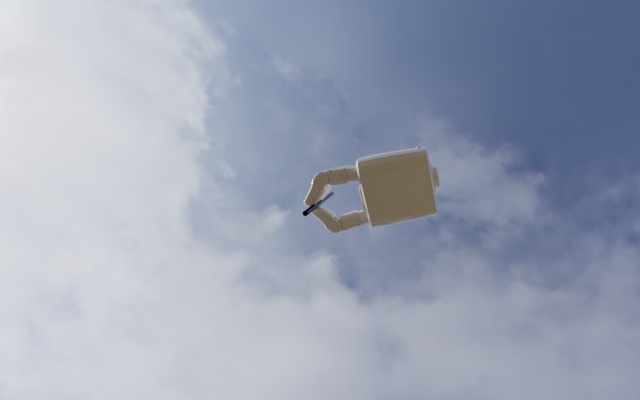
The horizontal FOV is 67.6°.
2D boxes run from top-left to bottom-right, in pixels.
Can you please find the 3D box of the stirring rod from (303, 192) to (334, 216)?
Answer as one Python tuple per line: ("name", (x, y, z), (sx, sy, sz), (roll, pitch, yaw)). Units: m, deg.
("stirring rod", (0.000, 0.003, 0.789), (0.011, 0.011, 0.239), (0, 7, 10))
